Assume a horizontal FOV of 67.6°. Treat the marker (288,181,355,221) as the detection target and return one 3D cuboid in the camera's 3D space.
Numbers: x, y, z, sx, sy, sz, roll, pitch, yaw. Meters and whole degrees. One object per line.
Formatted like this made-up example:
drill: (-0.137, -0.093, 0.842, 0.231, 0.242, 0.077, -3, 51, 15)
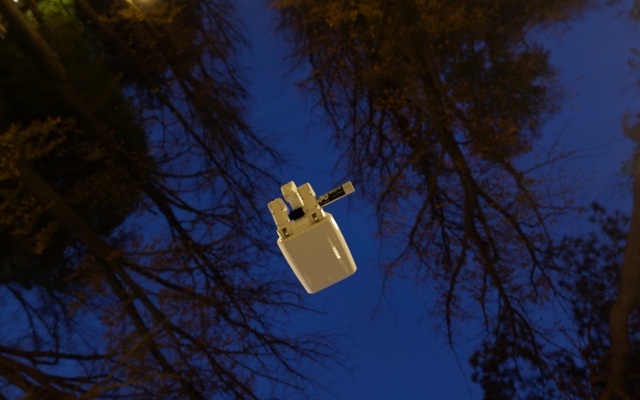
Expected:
marker: (0.000, 0.003, 0.812, 0.121, 0.020, 0.020, -27, -3, 6)
